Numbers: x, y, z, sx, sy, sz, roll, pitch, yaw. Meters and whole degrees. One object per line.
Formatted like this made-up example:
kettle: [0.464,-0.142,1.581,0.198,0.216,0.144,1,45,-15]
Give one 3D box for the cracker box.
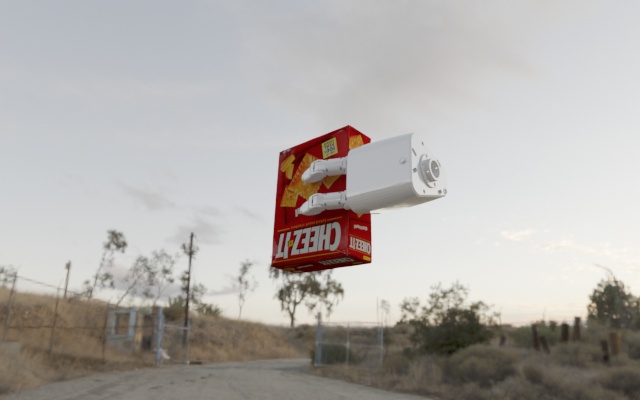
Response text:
cracker box: [0.000,0.002,0.786,0.164,0.213,0.072,-15,-26,39]
